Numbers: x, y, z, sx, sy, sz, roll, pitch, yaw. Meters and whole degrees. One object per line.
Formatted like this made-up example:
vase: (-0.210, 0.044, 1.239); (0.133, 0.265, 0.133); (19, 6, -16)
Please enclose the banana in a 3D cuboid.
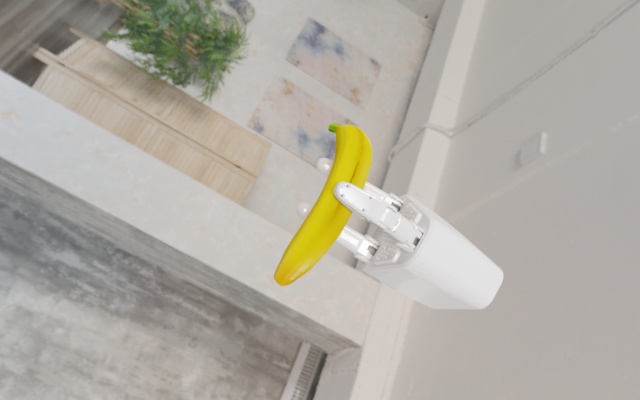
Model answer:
banana: (0.012, -0.006, 0.470); (0.037, 0.197, 0.069); (35, -32, -23)
